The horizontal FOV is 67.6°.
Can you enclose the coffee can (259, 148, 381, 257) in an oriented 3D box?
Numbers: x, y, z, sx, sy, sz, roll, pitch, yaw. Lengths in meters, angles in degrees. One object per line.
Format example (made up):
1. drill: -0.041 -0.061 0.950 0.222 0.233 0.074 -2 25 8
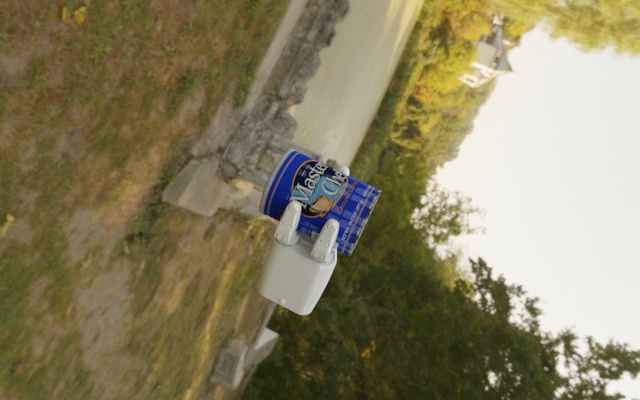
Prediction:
1. coffee can: 0.000 0.002 0.670 0.140 0.103 0.103 26 3 7
